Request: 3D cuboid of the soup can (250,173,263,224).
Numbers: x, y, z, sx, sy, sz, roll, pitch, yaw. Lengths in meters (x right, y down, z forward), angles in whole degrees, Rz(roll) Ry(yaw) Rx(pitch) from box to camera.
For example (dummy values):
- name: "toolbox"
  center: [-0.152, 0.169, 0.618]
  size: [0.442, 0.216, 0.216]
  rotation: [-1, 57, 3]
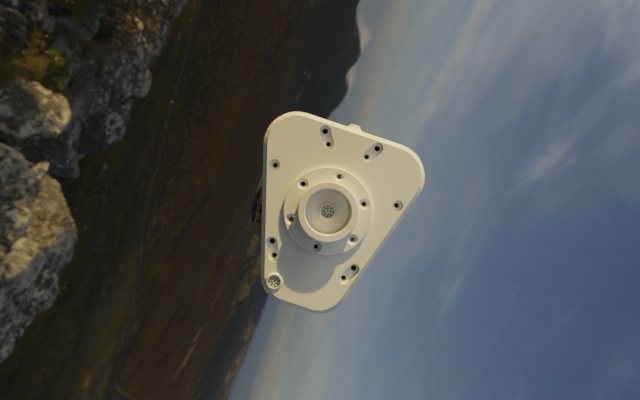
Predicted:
- name: "soup can"
  center: [0.000, 0.002, 0.405]
  size: [0.102, 0.068, 0.068]
  rotation: [18, 0, -1]
